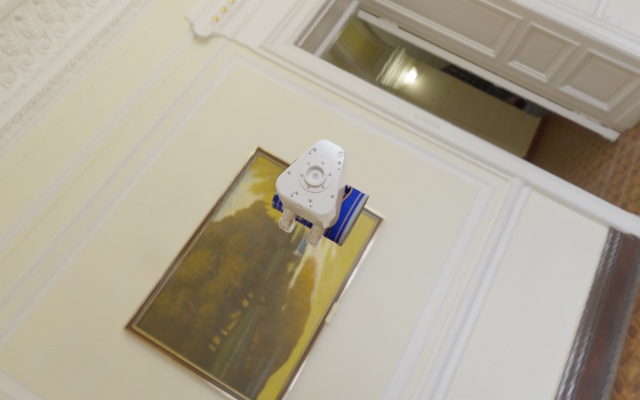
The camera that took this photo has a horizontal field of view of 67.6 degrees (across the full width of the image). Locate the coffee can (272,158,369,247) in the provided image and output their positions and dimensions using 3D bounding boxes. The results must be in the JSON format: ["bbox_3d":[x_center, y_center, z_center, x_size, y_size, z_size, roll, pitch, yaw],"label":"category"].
[{"bbox_3d":[0.000,0.003,0.839,0.140,0.103,0.103,29,4,7],"label":"coffee can"}]
